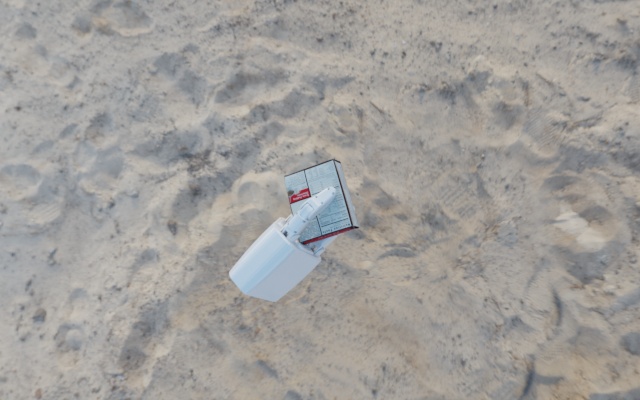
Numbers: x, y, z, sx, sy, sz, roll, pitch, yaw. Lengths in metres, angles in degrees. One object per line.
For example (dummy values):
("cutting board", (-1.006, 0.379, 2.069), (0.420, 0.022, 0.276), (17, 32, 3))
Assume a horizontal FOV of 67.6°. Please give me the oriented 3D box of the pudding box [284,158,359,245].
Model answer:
("pudding box", (0.000, 0.002, 0.734), (0.090, 0.113, 0.039), (-18, -10, 15))
